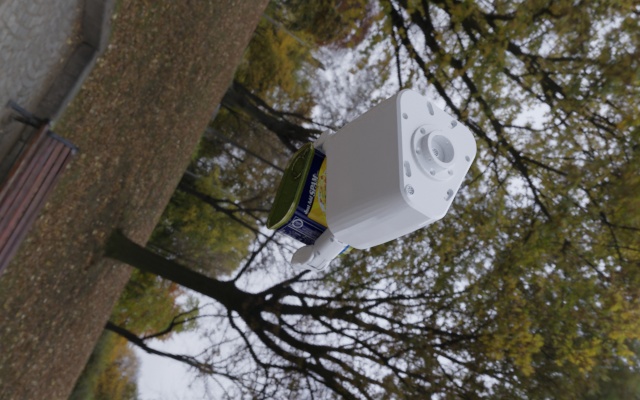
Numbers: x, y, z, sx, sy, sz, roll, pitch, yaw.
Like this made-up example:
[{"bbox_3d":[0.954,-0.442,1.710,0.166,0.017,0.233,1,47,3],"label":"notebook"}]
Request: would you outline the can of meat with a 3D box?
[{"bbox_3d":[0.000,0.002,0.517,0.084,0.102,0.057,29,-33,-21],"label":"can of meat"}]
